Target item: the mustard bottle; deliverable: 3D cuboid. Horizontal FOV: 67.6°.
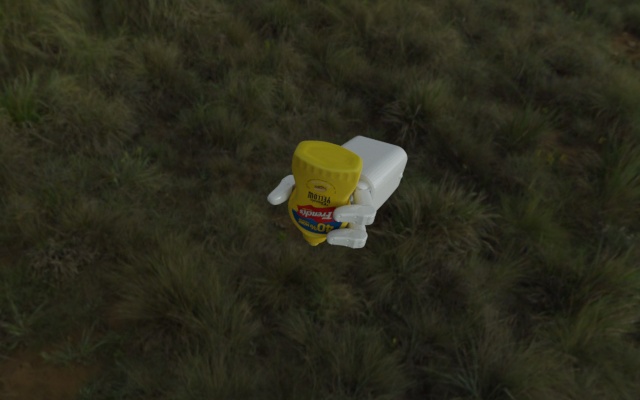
[{"bbox_3d":[0.000,0.002,0.720,0.096,0.058,0.192,15,-43,5],"label":"mustard bottle"}]
